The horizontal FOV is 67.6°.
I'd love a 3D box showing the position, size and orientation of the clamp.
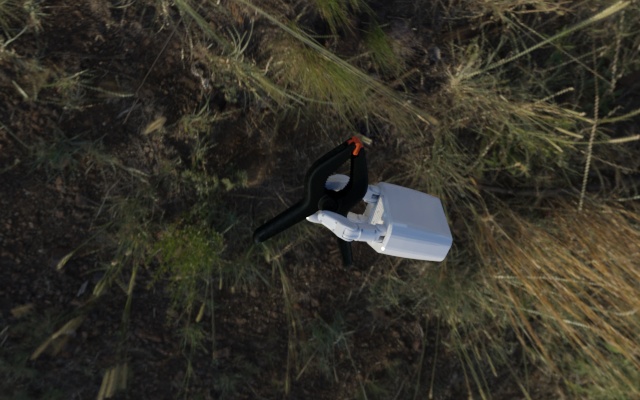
[{"bbox_3d":[0.001,0.002,0.695,0.164,0.210,0.036,11,26,-18],"label":"clamp"}]
